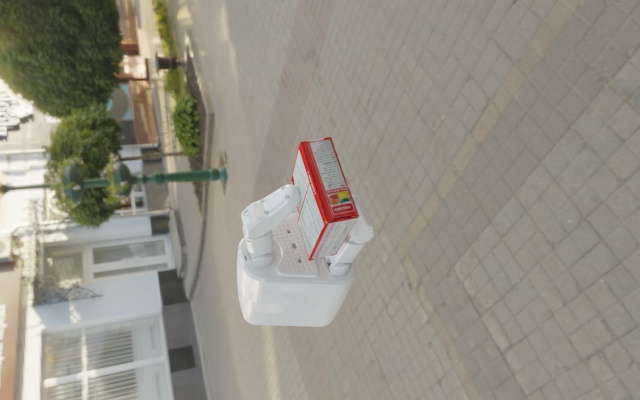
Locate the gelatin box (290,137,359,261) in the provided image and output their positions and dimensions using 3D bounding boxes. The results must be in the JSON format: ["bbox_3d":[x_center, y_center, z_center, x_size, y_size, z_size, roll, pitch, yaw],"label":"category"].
[{"bbox_3d":[0.000,0.001,0.404,0.030,0.073,0.089,-11,-24,-15],"label":"gelatin box"}]
